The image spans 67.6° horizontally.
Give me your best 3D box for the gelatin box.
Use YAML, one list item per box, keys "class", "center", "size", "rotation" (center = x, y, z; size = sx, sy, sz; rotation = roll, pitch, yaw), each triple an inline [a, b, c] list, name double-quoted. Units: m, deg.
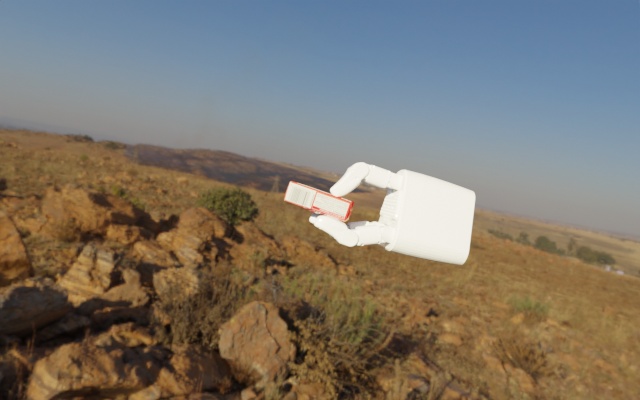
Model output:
- class: "gelatin box"
  center: [0.000, 0.002, 0.652]
  size: [0.089, 0.030, 0.073]
  rotation: [19, 2, 5]
